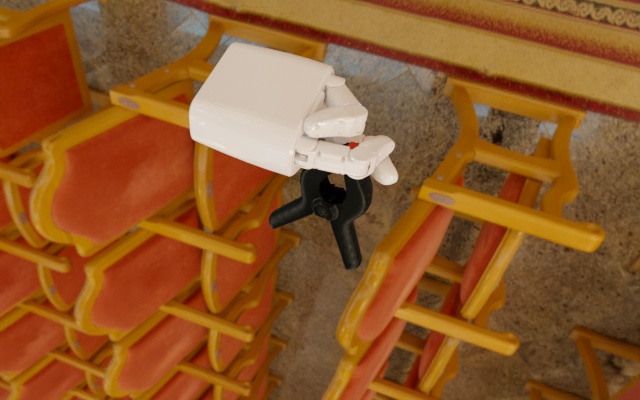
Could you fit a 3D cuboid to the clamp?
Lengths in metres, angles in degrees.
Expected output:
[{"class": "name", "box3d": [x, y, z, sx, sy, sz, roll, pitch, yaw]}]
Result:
[{"class": "clamp", "box3d": [0.000, 0.002, 0.518, 0.120, 0.172, 0.039, 18, 44, 9]}]
